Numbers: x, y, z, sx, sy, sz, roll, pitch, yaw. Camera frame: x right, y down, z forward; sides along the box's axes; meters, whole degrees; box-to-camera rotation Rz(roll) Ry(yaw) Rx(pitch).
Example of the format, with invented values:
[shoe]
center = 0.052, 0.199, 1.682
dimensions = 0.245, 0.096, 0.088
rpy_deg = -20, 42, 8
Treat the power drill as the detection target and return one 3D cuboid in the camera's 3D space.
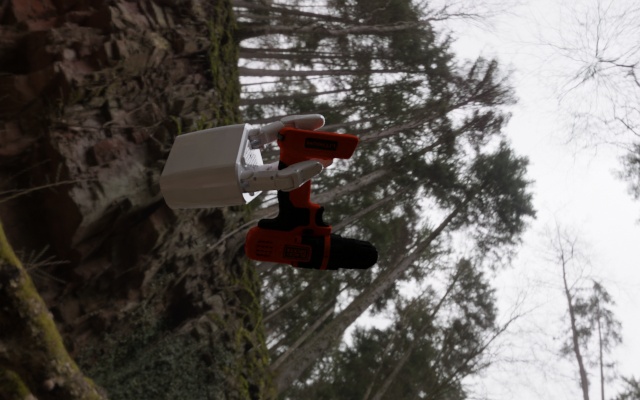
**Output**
[power drill]
center = 0.000, 0.002, 0.639
dimensions = 0.184, 0.188, 0.057
rpy_deg = 7, 9, -12
